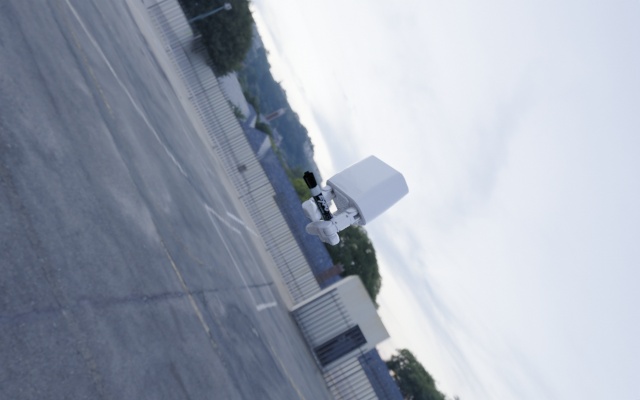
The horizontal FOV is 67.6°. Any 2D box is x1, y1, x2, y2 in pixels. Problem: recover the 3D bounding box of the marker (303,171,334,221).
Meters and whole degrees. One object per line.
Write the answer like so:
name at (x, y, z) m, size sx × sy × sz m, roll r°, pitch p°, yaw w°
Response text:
marker at (0.000, 0.003, 0.811) m, size 0.020 × 0.121 × 0.020 m, roll -20°, pitch 26°, yaw 10°
